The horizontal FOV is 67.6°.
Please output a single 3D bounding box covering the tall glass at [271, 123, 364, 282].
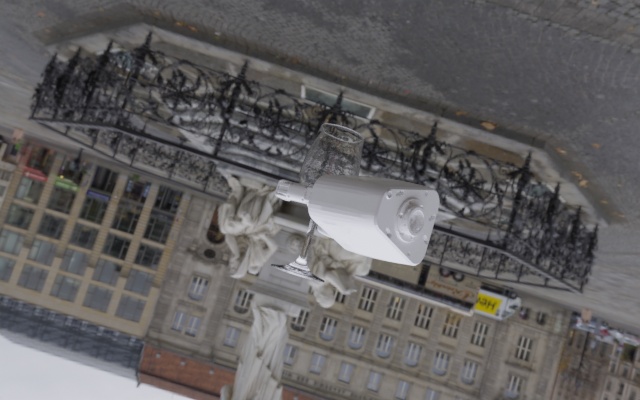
[{"bbox_3d":[0.000,0.003,0.637,0.079,0.201,0.079,17,-6,2],"label":"tall glass"}]
